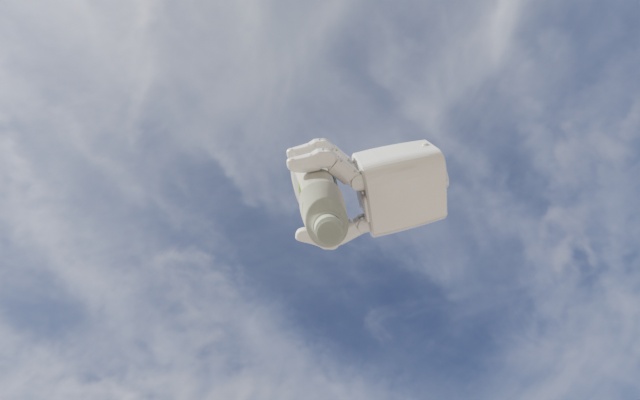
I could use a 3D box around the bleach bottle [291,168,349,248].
[{"bbox_3d":[0.000,0.002,0.632,0.068,0.103,0.250,-14,20,-1],"label":"bleach bottle"}]
